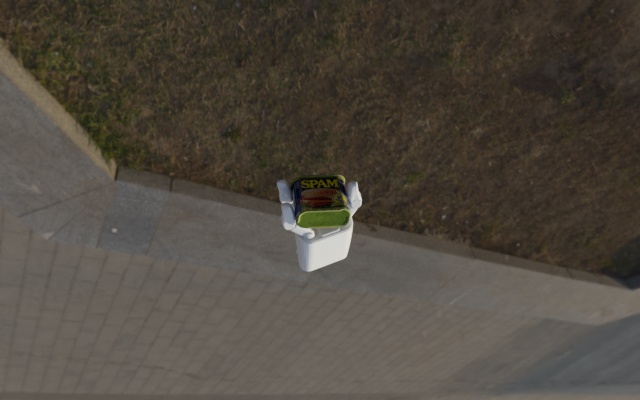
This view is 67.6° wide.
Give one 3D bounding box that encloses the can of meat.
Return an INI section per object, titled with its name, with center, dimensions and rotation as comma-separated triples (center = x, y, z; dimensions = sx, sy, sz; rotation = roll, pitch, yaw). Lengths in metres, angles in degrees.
[can of meat]
center = 0.000, 0.003, 0.867
dimensions = 0.102, 0.083, 0.057
rotation = -2, -40, -10
